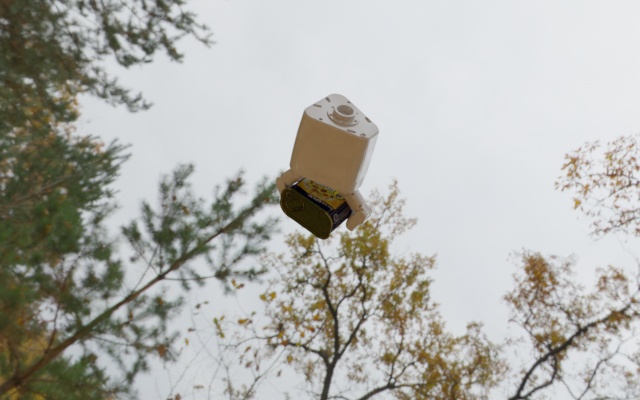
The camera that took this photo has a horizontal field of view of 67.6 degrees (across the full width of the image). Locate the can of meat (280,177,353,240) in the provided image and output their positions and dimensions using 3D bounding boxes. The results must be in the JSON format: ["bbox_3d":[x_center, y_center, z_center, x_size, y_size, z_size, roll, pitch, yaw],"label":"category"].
[{"bbox_3d":[0.000,0.002,0.773,0.102,0.057,0.084,34,46,20],"label":"can of meat"}]
